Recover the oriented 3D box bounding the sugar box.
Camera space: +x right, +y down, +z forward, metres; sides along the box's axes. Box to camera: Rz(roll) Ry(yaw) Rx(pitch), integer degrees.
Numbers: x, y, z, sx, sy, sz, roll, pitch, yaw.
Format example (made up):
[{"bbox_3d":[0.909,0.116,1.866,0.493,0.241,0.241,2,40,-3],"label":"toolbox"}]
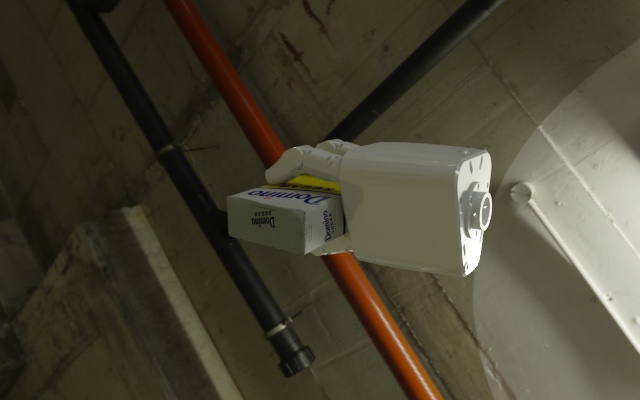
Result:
[{"bbox_3d":[0.000,0.001,0.487,0.093,0.048,0.176,10,16,34],"label":"sugar box"}]
